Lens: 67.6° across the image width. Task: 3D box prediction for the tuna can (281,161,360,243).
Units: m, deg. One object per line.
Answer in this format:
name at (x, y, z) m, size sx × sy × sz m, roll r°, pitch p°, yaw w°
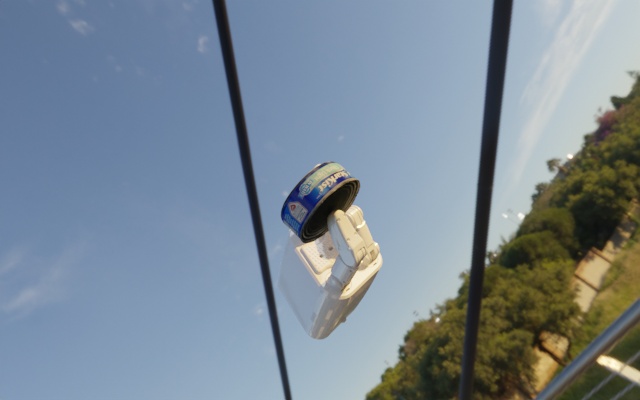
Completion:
tuna can at (0.000, 0.001, 0.495) m, size 0.033 × 0.086 × 0.086 m, roll 42°, pitch 16°, yaw 19°
